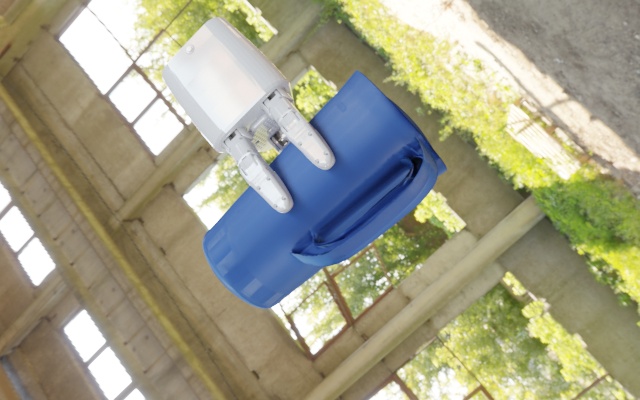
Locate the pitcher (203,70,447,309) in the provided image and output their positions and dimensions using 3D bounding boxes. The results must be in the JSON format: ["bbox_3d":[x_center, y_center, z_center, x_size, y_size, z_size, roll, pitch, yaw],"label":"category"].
[{"bbox_3d":[0.000,0.001,0.482,0.243,0.145,0.149,-43,-13,9],"label":"pitcher"}]
